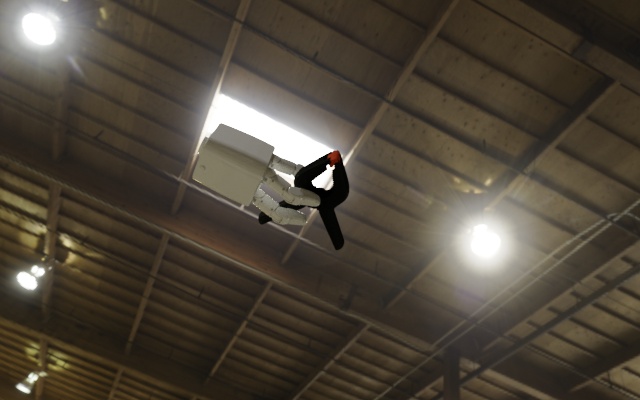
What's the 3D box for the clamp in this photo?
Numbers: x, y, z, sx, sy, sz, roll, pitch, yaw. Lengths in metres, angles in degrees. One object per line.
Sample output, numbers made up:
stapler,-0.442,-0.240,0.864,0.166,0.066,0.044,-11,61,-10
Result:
clamp,0.000,0.002,0.823,0.164,0.036,0.210,24,-48,-11
